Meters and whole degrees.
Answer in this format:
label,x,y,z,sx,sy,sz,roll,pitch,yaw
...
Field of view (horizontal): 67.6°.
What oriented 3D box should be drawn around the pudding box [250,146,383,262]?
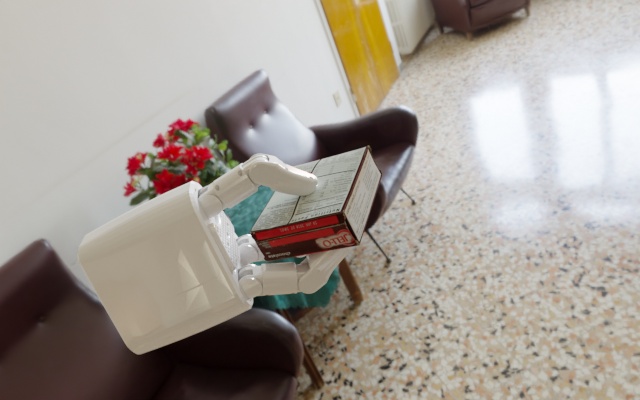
label,x,y,z,sx,sy,sz,roll,pitch,yaw
pudding box,0.000,0.001,0.426,0.090,0.039,0.113,-12,31,26
